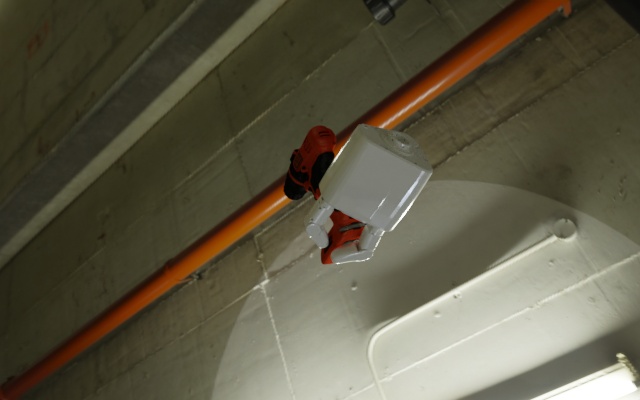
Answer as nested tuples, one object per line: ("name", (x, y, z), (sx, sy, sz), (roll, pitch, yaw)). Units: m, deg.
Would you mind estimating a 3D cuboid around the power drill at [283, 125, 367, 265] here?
("power drill", (0.000, 0.003, 0.760), (0.057, 0.187, 0.184), (-13, -24, -26))
